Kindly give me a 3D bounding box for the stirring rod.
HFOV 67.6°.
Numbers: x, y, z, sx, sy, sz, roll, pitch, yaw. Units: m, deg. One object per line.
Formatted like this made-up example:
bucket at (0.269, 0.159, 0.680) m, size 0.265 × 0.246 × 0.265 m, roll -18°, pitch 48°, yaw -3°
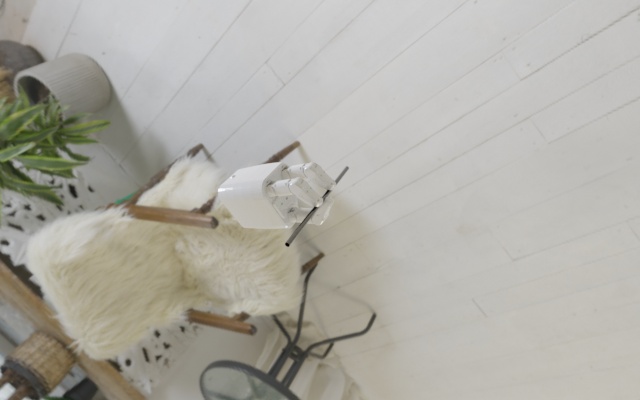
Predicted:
stirring rod at (0.000, 0.003, 0.796) m, size 0.011 × 0.011 × 0.239 m, roll 0°, pitch 32°, yaw 29°
